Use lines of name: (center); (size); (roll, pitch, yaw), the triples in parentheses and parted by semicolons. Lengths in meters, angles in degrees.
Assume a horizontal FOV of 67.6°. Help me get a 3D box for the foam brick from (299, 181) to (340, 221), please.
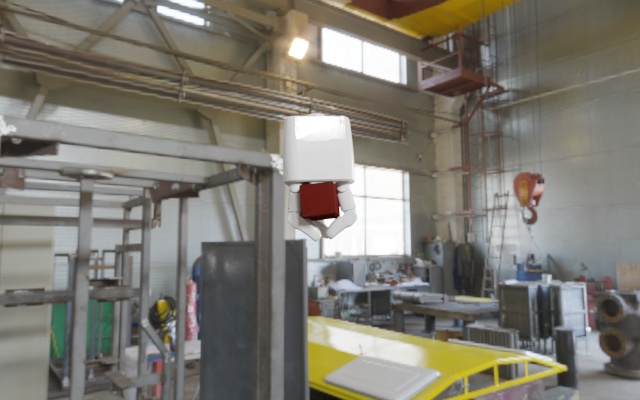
foam brick: (0.000, 0.002, 0.746); (0.053, 0.051, 0.078); (-5, -7, 7)
